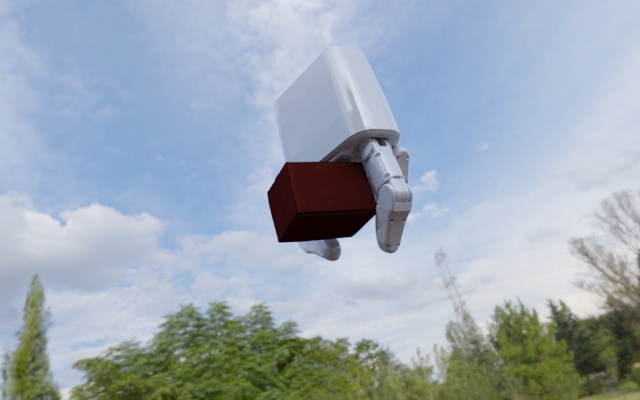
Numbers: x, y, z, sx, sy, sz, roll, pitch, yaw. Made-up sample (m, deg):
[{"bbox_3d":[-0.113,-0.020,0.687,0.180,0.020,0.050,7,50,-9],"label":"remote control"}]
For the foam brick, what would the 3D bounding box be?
[{"bbox_3d":[0.000,0.001,0.416,0.078,0.051,0.053,-2,-29,-28],"label":"foam brick"}]
